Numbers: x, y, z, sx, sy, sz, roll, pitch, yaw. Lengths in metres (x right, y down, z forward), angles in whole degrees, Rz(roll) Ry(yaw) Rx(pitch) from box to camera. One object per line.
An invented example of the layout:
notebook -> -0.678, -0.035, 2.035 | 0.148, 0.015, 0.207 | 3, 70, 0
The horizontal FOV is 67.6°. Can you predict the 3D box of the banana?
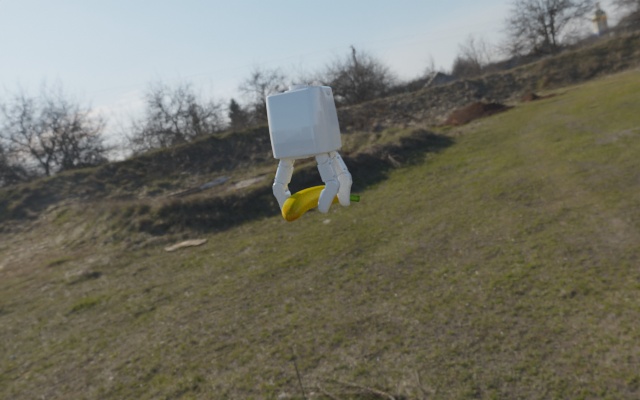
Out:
banana -> -0.012, 0.000, 0.834 | 0.069, 0.037, 0.198 | 7, 16, 38
